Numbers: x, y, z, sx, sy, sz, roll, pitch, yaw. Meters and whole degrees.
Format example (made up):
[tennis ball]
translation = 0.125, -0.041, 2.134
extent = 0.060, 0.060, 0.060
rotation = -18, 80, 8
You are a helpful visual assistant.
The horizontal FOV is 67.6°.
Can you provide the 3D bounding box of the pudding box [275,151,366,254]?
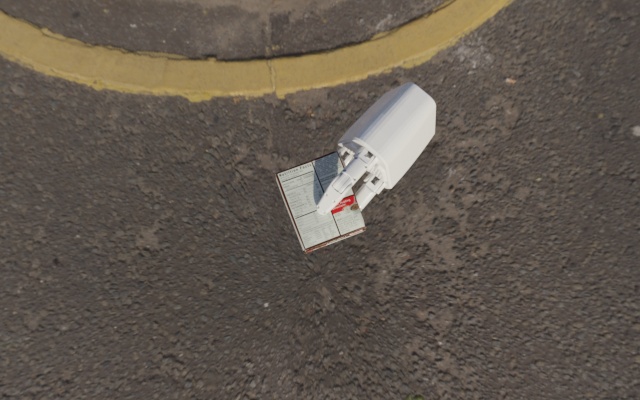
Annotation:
[pudding box]
translation = 0.000, 0.002, 0.632
extent = 0.090, 0.113, 0.039
rotation = -20, -9, -4
